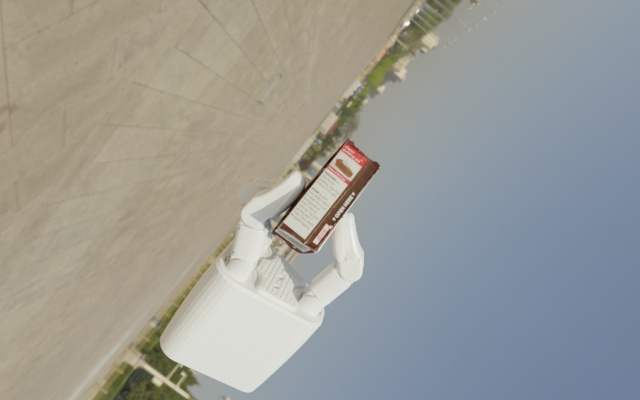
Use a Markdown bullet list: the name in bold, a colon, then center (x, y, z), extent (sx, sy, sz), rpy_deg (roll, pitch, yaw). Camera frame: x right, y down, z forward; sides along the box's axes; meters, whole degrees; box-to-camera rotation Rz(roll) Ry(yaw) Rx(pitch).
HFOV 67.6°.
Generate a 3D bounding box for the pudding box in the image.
- **pudding box**: center (0.000, 0.002, 0.416), extent (0.039, 0.090, 0.113), rpy_deg (38, -10, -5)
